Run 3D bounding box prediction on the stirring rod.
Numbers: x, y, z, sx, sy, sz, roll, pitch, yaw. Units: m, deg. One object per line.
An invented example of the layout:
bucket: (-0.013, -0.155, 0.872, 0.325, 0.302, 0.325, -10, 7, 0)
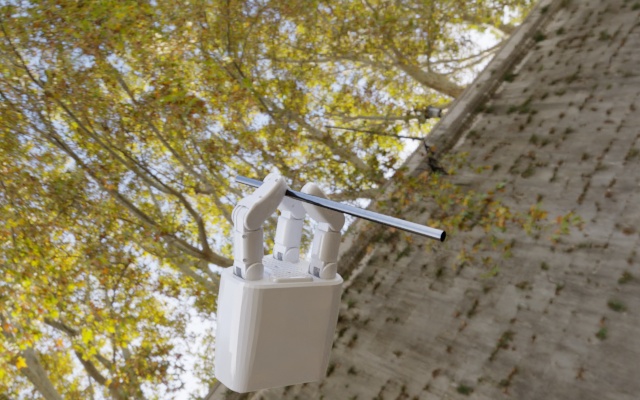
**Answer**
stirring rod: (0.000, 0.001, 0.413, 0.239, 0.011, 0.011, 15, 11, 43)
